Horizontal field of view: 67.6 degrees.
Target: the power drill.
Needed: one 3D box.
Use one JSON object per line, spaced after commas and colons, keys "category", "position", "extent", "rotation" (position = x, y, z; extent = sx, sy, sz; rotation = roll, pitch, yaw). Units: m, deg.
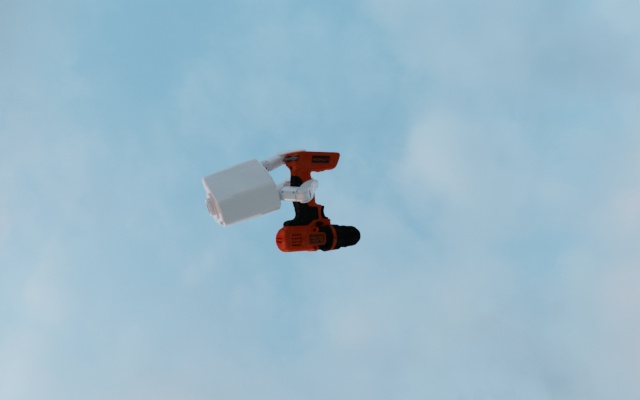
{"category": "power drill", "position": [0.000, 0.002, 0.899], "extent": [0.184, 0.187, 0.057], "rotation": [-1, -2, -37]}
